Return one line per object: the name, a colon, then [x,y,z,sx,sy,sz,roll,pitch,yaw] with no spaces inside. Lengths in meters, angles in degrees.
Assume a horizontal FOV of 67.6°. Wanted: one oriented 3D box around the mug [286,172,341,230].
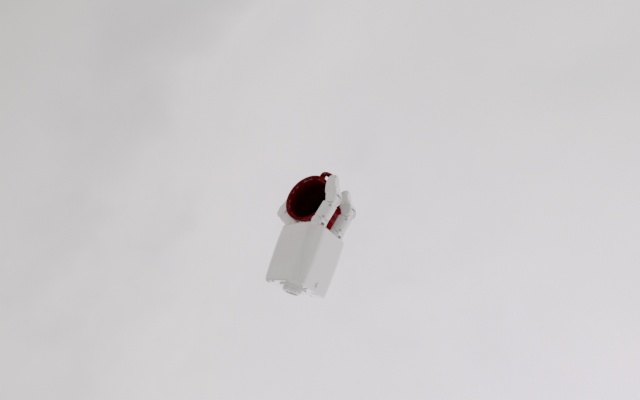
mug: [0.001,0.002,0.896,0.093,0.117,0.081,5,-26,38]
